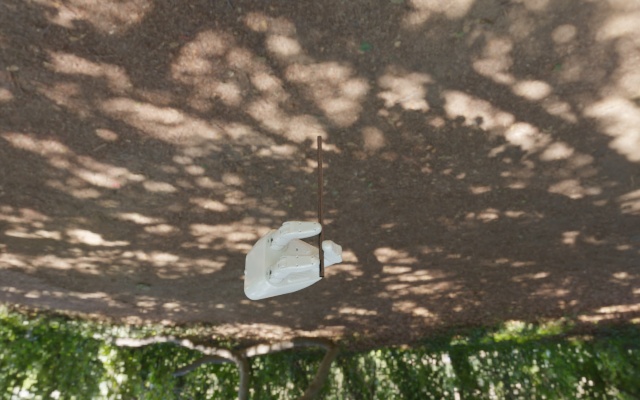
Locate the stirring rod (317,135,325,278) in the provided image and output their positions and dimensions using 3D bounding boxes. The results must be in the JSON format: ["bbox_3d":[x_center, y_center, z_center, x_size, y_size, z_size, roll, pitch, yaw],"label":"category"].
[{"bbox_3d":[0.000,0.002,0.747,0.011,0.239,0.011,-1,-25,0],"label":"stirring rod"}]
